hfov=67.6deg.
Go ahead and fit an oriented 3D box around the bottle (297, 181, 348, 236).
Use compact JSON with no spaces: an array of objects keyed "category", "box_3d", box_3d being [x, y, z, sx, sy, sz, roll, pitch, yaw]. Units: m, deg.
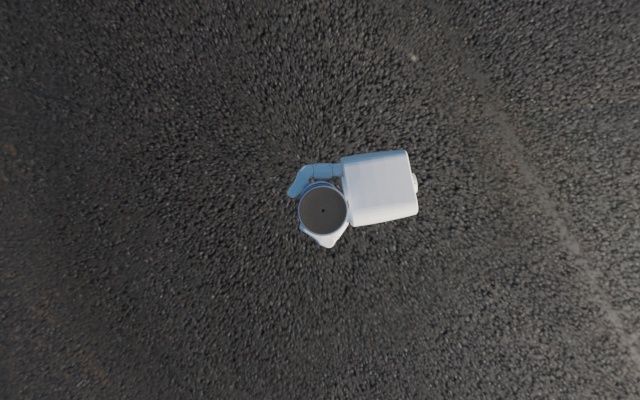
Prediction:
[{"category":"bottle","box_3d":[0.000,0.003,0.763,0.069,0.069,0.295,0,4,-1]}]
